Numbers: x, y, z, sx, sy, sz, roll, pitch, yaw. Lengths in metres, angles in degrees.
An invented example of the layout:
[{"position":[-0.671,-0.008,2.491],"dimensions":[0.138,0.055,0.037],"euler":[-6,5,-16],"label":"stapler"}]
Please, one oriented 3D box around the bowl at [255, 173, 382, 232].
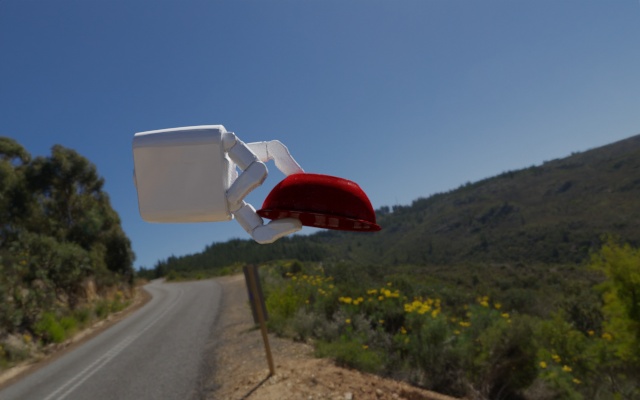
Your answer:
[{"position":[0.001,0.002,0.607],"dimensions":[0.162,0.055,0.162],"euler":[8,-8,1],"label":"bowl"}]
